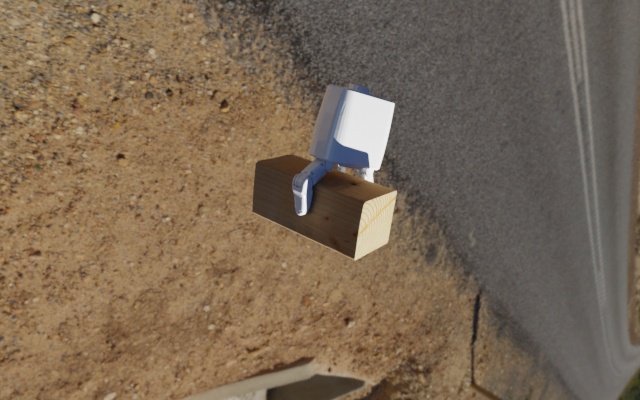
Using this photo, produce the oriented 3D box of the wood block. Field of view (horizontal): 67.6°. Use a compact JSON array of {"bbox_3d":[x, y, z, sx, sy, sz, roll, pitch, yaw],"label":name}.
[{"bbox_3d":[0.000,0.002,0.736,0.206,0.090,0.091,22,25,34],"label":"wood block"}]
